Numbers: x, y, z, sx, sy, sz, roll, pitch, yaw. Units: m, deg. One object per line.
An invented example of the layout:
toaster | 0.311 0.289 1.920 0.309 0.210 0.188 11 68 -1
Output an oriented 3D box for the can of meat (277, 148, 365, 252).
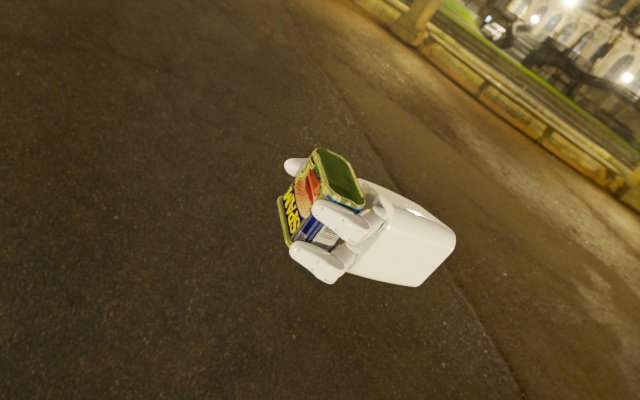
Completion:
can of meat | 0.000 0.001 0.534 0.057 0.084 0.102 21 31 -27
